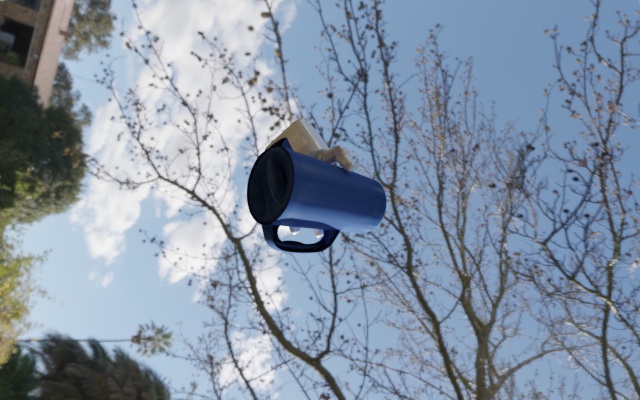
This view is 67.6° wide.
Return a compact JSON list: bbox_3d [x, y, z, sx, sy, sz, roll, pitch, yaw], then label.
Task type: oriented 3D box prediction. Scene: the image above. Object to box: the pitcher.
[{"bbox_3d":[0.000,0.003,0.848,0.243,0.149,0.145,12,34,-40],"label":"pitcher"}]
